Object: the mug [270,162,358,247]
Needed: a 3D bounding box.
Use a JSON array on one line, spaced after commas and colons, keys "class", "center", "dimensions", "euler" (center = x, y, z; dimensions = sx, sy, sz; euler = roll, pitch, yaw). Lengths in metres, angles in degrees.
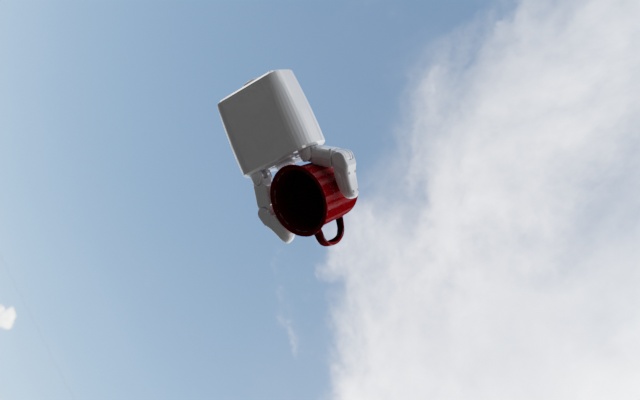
[{"class": "mug", "center": [0.001, 0.003, 0.621], "dimensions": [0.093, 0.117, 0.081], "euler": [-22, 0, 41]}]
